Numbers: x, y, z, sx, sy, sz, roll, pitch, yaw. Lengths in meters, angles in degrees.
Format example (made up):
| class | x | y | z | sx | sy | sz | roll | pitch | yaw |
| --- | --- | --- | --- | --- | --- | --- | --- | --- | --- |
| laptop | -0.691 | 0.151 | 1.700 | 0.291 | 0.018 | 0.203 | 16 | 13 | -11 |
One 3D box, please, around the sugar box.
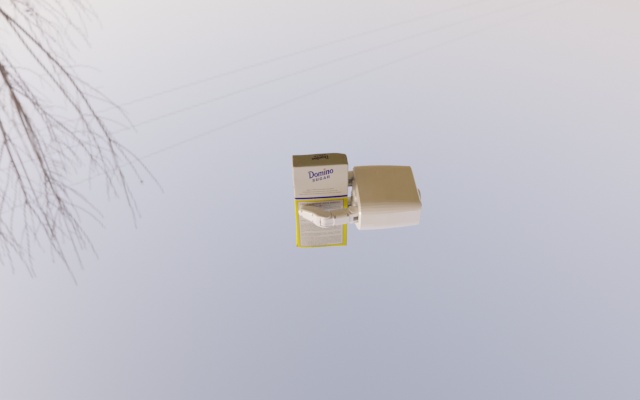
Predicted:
| class | x | y | z | sx | sy | sz | roll | pitch | yaw |
| --- | --- | --- | --- | --- | --- | --- | --- | --- | --- |
| sugar box | 0.000 | 0.002 | 0.830 | 0.093 | 0.176 | 0.048 | -3 | 34 | -3 |
